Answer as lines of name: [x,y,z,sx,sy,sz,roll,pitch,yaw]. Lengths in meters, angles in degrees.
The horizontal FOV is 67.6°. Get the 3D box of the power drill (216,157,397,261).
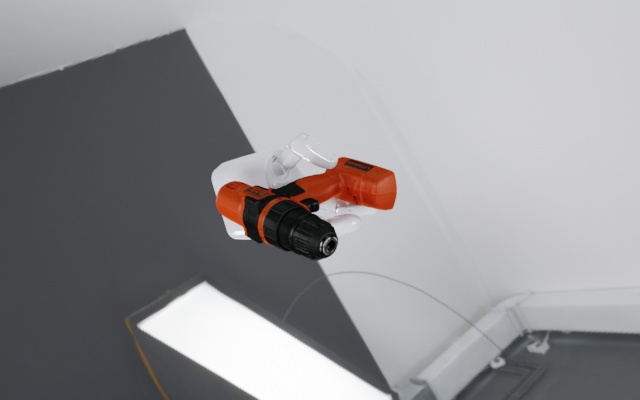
power drill: [0.000,0.002,0.548,0.187,0.057,0.184,-16,27,-39]
